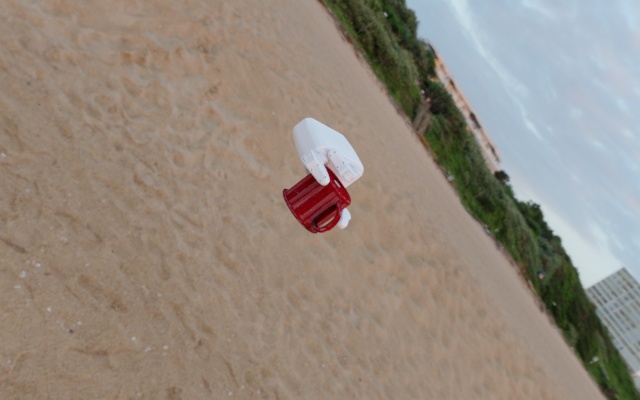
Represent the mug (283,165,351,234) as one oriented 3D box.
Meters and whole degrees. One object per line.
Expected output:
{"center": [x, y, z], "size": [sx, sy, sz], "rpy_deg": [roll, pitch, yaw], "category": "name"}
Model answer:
{"center": [0.001, 0.003, 0.788], "size": [0.081, 0.117, 0.093], "rpy_deg": [-37, -48, 13], "category": "mug"}
